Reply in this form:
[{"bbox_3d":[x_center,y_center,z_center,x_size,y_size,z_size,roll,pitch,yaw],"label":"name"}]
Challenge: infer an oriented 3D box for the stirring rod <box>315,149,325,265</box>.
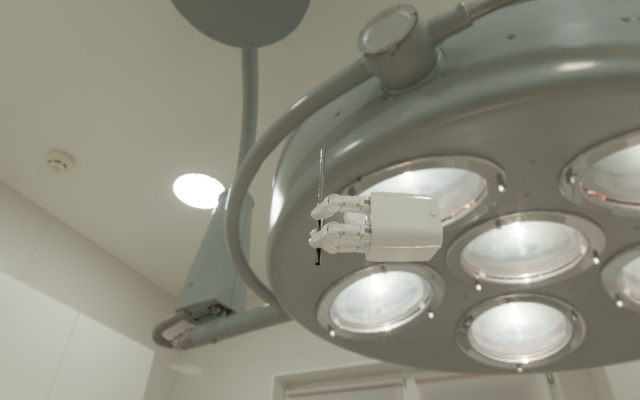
[{"bbox_3d":[0.000,0.003,0.801,0.011,0.239,0.011,2,-38,1],"label":"stirring rod"}]
